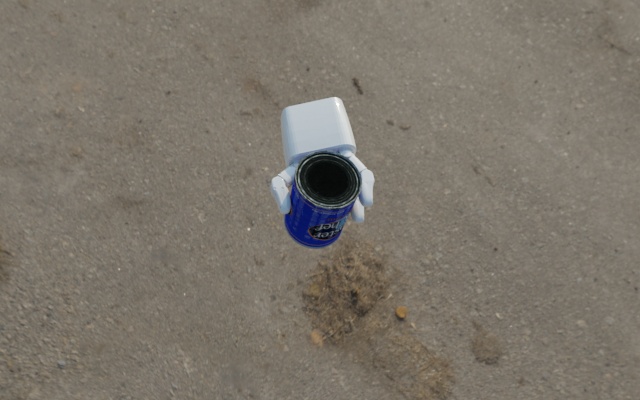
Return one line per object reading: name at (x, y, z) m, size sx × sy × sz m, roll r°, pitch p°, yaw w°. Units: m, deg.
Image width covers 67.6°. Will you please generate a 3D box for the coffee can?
coffee can at (0.000, 0.003, 0.763) m, size 0.103 × 0.102 × 0.140 m, roll 0°, pitch -30°, yaw -12°
